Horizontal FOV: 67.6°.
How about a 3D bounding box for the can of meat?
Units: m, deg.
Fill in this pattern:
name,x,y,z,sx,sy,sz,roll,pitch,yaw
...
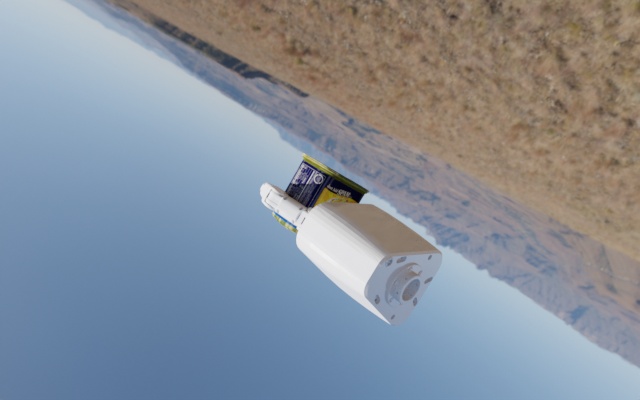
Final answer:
name,x,y,z,sx,sy,sz,roll,pitch,yaw
can of meat,0.000,0.002,0.579,0.057,0.084,0.102,33,5,37
